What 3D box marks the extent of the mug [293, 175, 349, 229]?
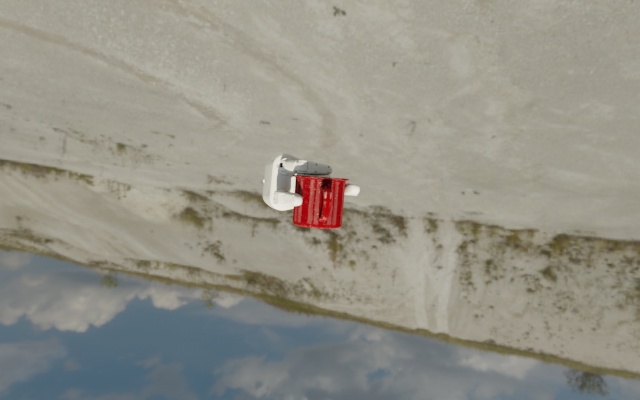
[{"bbox_3d":[0.001,0.003,0.773,0.093,0.081,0.117,4,3,-14],"label":"mug"}]
